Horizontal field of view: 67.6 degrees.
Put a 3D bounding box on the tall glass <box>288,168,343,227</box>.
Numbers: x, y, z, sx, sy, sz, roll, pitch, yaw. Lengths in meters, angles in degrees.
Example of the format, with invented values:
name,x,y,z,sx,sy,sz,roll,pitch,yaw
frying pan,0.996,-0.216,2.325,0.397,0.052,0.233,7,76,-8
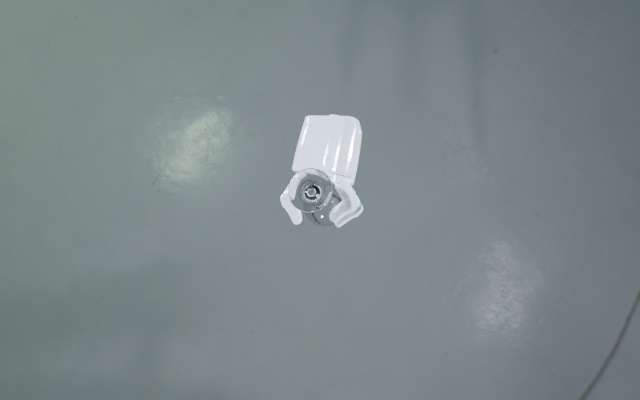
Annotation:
name,x,y,z,sx,sy,sz,roll,pitch,yaw
tall glass,0.000,0.003,0.870,0.079,0.079,0.201,0,-12,10
